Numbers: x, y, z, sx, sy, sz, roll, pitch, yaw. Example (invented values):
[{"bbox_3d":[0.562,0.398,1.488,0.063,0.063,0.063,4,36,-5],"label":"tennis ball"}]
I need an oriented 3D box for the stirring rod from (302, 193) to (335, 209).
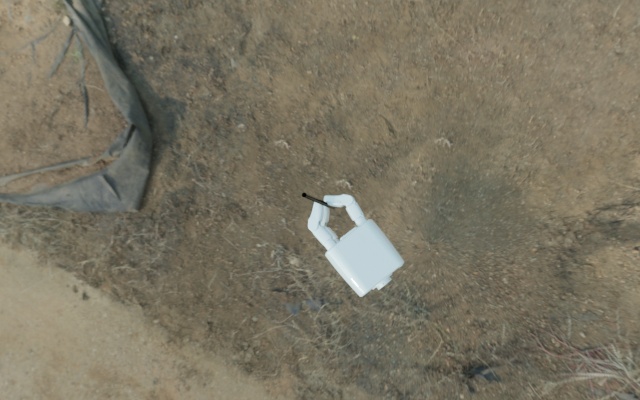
[{"bbox_3d":[0.000,0.003,0.892,0.011,0.011,0.239,0,-6,13],"label":"stirring rod"}]
